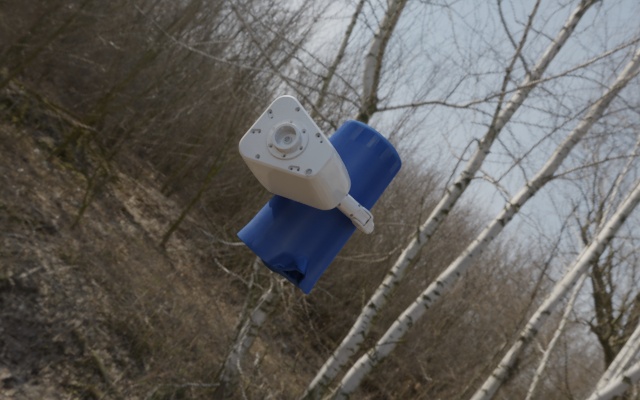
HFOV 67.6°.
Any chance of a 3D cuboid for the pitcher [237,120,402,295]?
[{"bbox_3d":[0.000,0.002,0.704,0.149,0.243,0.145,38,-7,22],"label":"pitcher"}]
